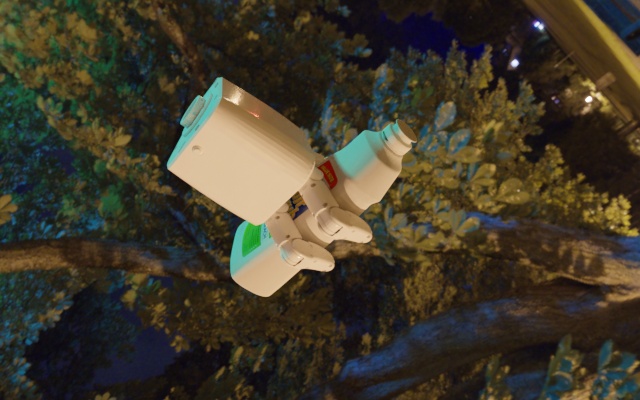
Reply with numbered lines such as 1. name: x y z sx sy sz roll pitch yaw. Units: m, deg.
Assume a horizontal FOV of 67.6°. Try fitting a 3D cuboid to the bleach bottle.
1. bleach bottle: 0.000 0.002 0.516 0.068 0.102 0.251 34 -58 -24
